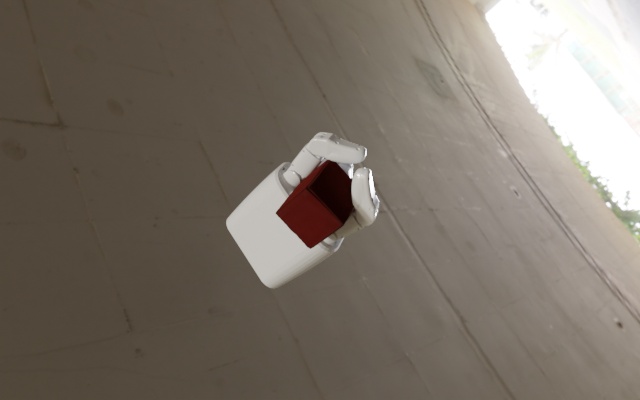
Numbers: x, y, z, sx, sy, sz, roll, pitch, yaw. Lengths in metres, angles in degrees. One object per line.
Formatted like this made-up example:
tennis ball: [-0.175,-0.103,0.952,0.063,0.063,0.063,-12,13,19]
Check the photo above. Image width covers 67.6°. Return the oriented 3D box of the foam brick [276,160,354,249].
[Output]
foam brick: [0.000,0.002,0.493,0.051,0.053,0.078,-37,9,32]
